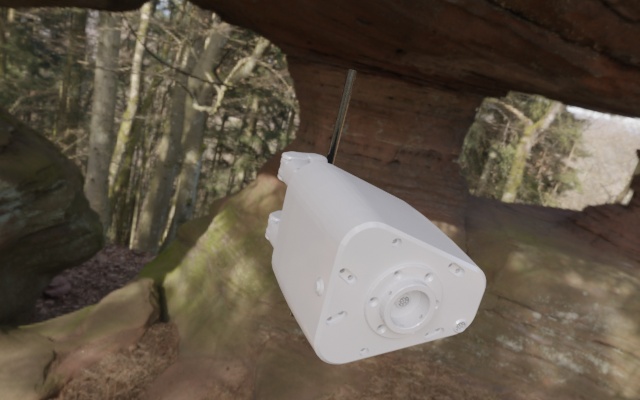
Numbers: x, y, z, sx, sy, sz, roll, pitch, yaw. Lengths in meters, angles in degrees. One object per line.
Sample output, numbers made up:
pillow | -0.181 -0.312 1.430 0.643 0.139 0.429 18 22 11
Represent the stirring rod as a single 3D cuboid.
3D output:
stirring rod | 0.000 0.002 0.439 0.011 0.239 0.011 12 17 -4
